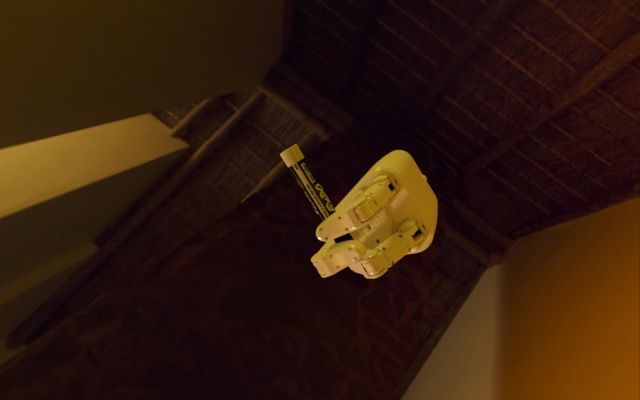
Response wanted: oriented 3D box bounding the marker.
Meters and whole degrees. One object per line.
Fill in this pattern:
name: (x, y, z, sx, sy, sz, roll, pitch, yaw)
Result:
marker: (0.000, 0.002, 0.466, 0.020, 0.121, 0.020, -31, 7, 4)
